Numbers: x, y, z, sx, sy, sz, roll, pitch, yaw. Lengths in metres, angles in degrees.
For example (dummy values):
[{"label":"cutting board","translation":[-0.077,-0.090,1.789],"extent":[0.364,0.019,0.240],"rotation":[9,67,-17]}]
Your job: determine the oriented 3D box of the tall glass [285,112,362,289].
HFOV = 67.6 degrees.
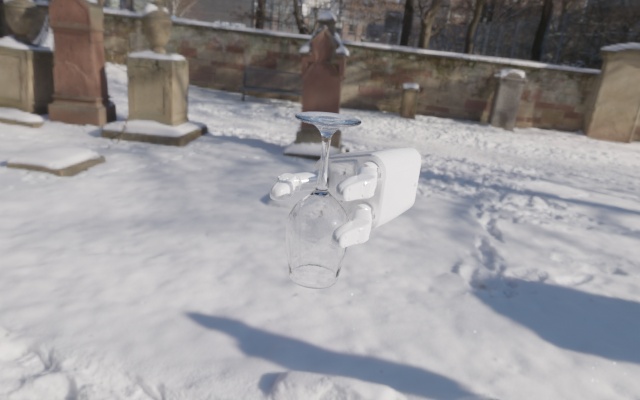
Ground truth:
[{"label":"tall glass","translation":[0.000,0.001,0.563],"extent":[0.079,0.201,0.079],"rotation":[5,20,-2]}]
